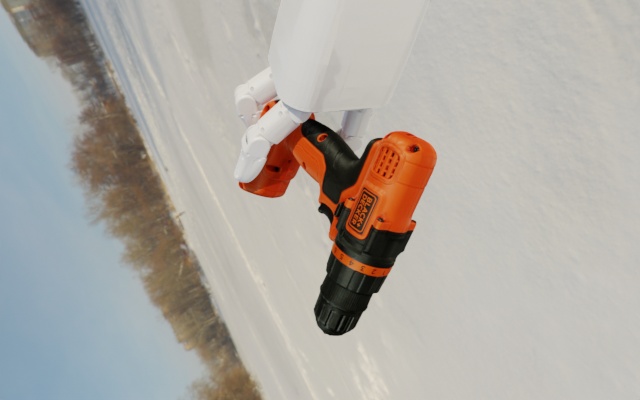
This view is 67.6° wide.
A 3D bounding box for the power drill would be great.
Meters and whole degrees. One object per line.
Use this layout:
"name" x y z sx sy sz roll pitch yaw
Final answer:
"power drill" 0.000 0.001 0.434 0.057 0.184 0.187 5 24 -46
